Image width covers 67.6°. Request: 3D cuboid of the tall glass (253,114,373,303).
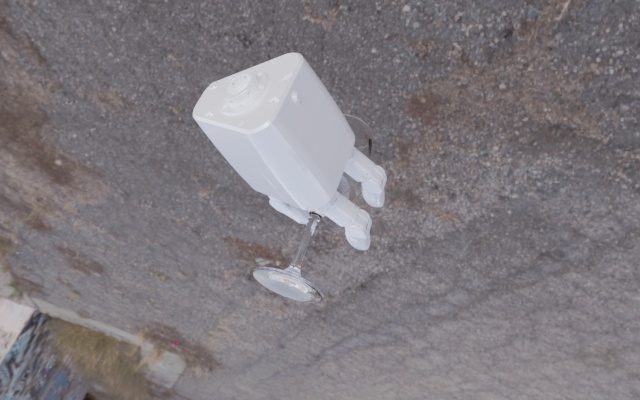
[{"bbox_3d":[0.000,0.002,0.513,0.079,0.201,0.079,17,-28,9],"label":"tall glass"}]
